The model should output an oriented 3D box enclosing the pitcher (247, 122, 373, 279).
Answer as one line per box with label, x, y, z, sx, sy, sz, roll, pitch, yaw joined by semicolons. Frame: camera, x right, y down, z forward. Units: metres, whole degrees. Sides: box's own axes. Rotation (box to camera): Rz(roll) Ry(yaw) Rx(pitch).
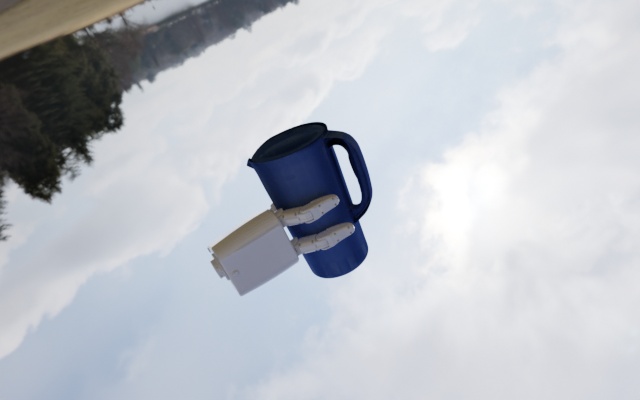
pitcher;0.000;0.003;0.775;0.145;0.243;0.149;-32;25;-16
